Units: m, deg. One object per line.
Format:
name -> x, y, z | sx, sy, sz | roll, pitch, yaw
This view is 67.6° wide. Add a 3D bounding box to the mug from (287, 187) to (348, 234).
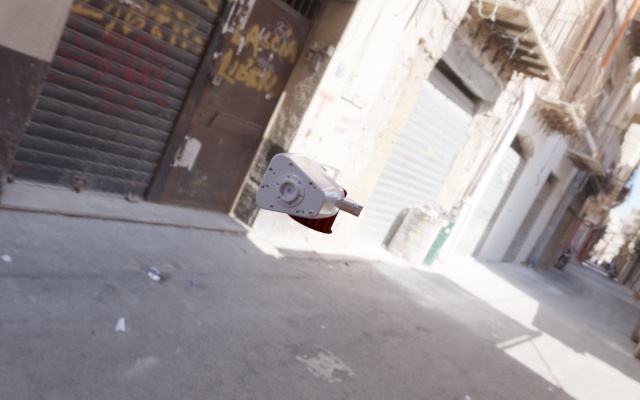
mug -> 0.001, 0.003, 0.868 | 0.093, 0.081, 0.117 | 28, 10, 14
